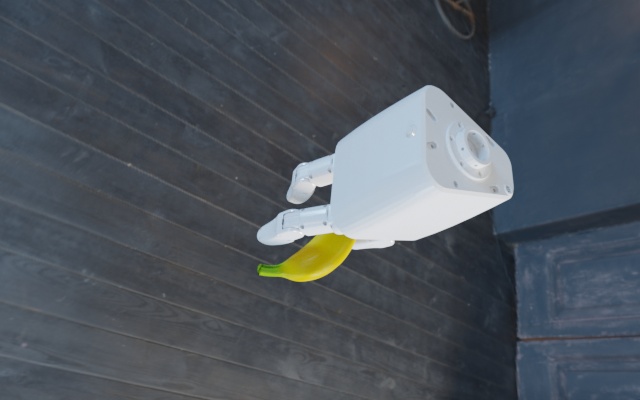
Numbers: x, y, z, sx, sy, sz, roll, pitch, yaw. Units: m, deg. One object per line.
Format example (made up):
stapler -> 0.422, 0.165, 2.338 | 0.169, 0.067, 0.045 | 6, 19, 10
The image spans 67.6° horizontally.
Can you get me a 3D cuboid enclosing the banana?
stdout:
banana -> 0.013, 0.015, 0.501 | 0.069, 0.197, 0.037 | 38, -38, -7
